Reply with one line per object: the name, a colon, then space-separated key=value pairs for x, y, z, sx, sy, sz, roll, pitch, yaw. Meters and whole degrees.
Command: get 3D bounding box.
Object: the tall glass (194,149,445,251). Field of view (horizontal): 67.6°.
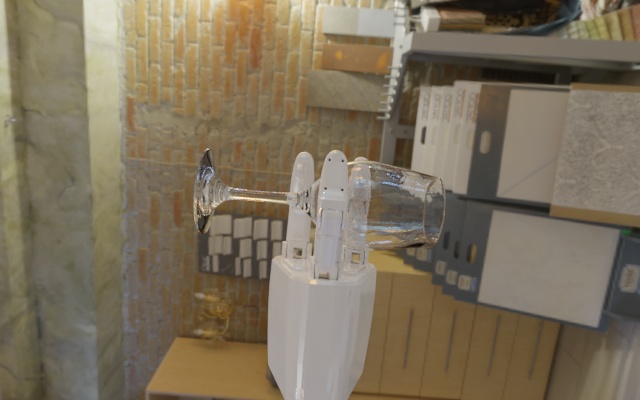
tall glass: x=-0.001 y=0.001 z=0.412 sx=0.201 sy=0.079 sz=0.079 roll=5 pitch=0 yaw=0
